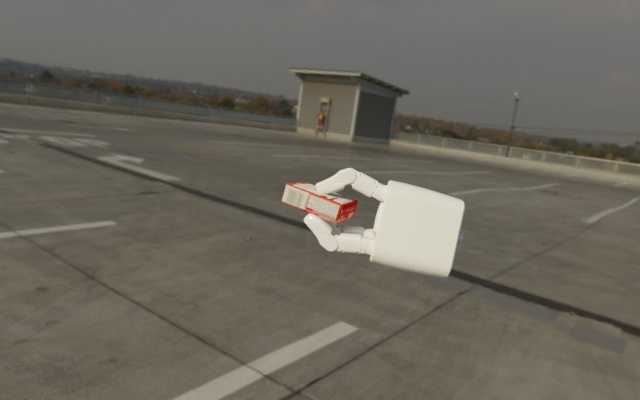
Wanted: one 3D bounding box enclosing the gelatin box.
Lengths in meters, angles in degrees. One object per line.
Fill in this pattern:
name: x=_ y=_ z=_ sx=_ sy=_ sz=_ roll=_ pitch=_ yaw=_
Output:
gelatin box: x=0.000 y=0.002 z=0.678 sx=0.089 sy=0.030 sz=0.073 roll=21 pitch=11 yaw=18
